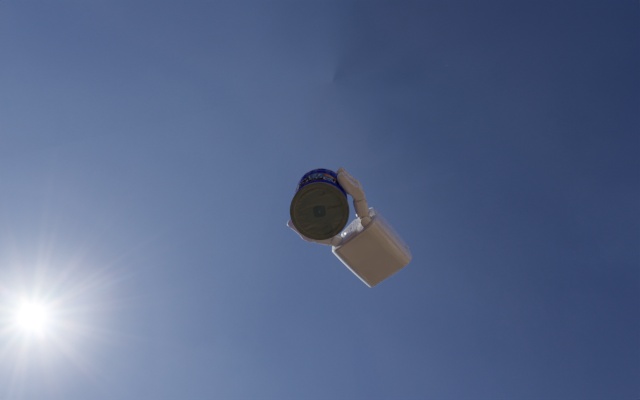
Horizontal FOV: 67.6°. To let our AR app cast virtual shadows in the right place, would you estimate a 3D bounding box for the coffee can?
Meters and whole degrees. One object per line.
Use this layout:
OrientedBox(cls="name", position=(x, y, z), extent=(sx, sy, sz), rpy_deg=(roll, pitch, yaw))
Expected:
OrientedBox(cls="coffee can", position=(0.000, 0.003, 0.883), extent=(0.103, 0.103, 0.140), rpy_deg=(0, 14, 2))
